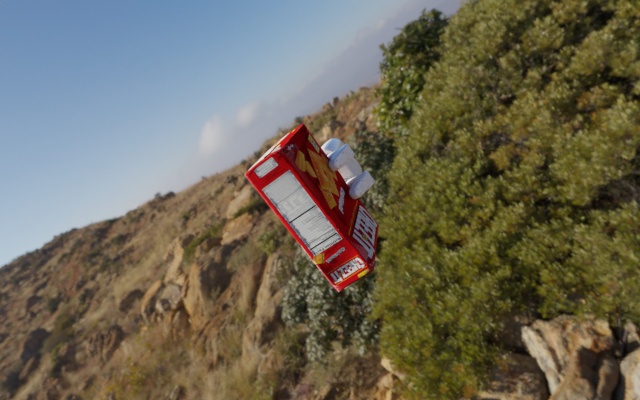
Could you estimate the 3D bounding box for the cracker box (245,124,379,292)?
[{"bbox_3d":[0.000,0.002,0.712,0.072,0.214,0.164,-34,11,20],"label":"cracker box"}]
